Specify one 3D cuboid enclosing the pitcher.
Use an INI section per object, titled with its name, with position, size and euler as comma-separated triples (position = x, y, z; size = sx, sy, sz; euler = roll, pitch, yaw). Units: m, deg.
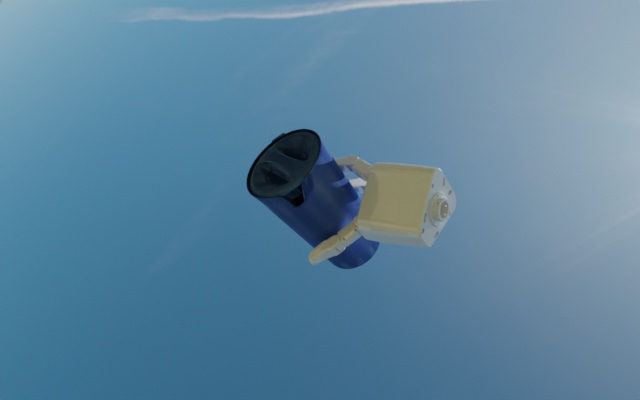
[pitcher]
position = 0.000, 0.003, 0.785
size = 0.145, 0.149, 0.243
euler = 4, -33, 40
